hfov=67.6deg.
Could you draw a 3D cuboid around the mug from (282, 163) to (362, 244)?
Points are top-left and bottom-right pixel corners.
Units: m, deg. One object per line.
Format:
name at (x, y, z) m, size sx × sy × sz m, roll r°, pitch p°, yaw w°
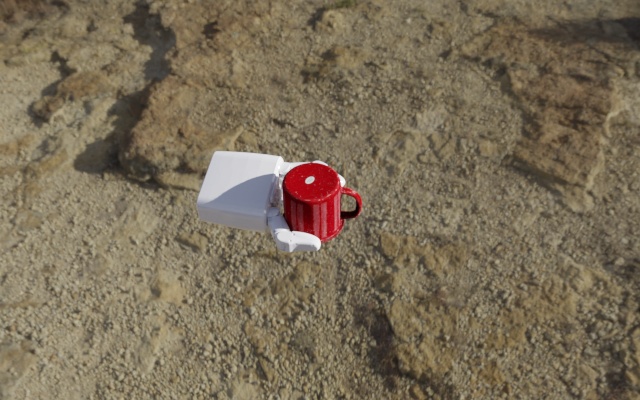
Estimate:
mug at (0.002, 0.002, 0.674) m, size 0.117 × 0.093 × 0.082 m, roll 5°, pitch -44°, yaw 7°
